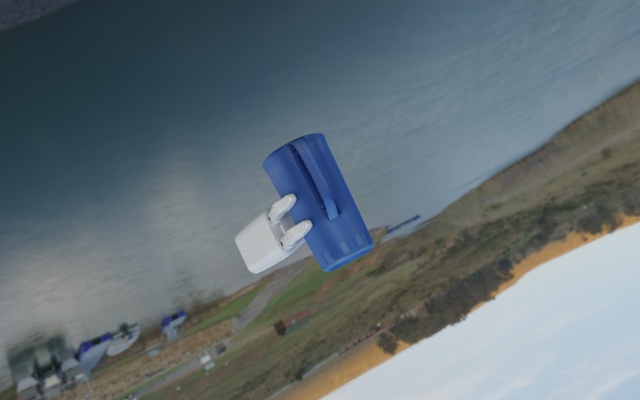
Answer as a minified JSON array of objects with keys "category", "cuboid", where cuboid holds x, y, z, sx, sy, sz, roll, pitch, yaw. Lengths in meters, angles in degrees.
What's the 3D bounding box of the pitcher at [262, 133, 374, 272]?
[{"category":"pitcher","cuboid":[0.000,0.003,0.889,0.145,0.243,0.149,-35,-12,33]}]
